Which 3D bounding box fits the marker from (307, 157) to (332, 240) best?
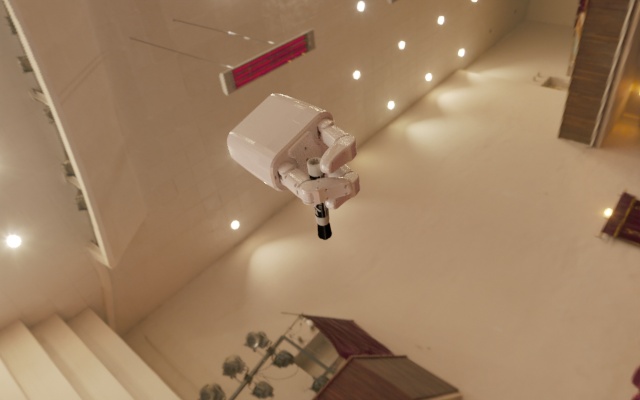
[{"bbox_3d":[0.000,0.002,0.585,0.020,0.121,0.020,-5,39,4],"label":"marker"}]
